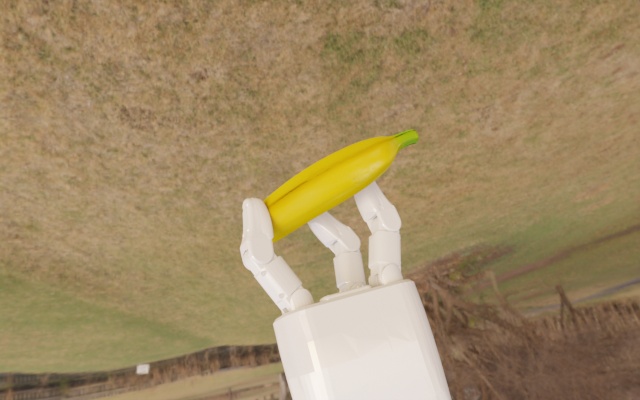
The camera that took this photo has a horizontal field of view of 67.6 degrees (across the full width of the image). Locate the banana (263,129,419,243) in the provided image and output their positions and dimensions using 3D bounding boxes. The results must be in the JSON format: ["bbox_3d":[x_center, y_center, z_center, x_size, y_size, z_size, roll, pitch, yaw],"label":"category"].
[{"bbox_3d":[-0.008,0.000,0.407,0.198,0.037,0.069,-31,-18,31],"label":"banana"}]
